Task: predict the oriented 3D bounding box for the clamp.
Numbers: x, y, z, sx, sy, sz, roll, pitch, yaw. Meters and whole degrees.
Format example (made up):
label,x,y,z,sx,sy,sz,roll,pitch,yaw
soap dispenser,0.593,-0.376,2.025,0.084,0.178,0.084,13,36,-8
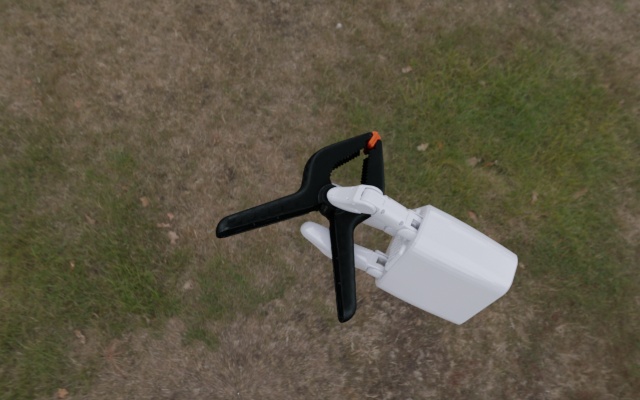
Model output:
label,x,y,z,sx,sy,sz,roll,pitch,yaw
clamp,0.001,0.001,0.516,0.164,0.210,0.036,29,-24,-4
